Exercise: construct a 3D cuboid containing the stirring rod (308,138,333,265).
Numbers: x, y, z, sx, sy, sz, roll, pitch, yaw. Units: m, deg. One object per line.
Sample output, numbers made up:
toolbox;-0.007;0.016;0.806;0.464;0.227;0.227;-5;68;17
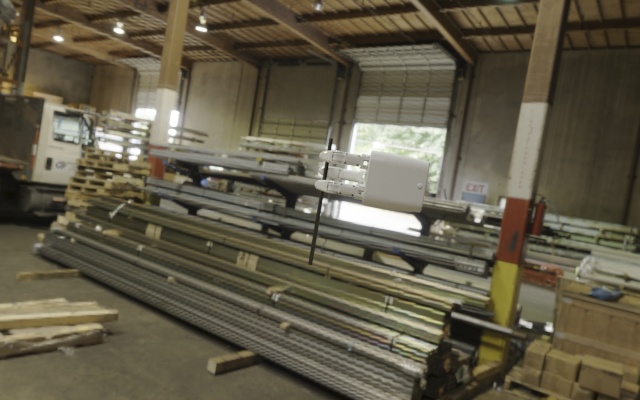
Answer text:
stirring rod;0.000;0.003;0.897;0.011;0.239;0.011;9;3;0
